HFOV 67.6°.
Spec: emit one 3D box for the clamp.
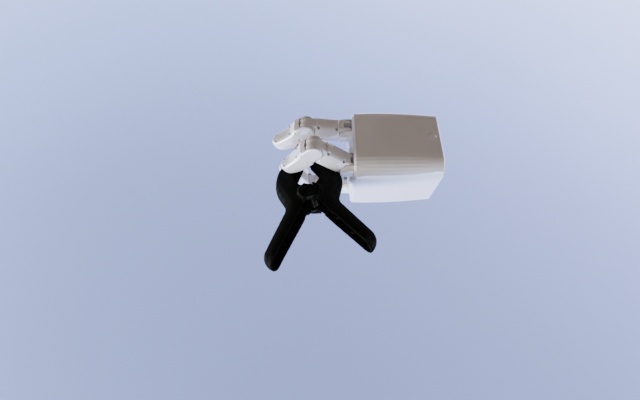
[{"bbox_3d":[0.000,0.002,0.549,0.120,0.171,0.039,-1,-36,1],"label":"clamp"}]
